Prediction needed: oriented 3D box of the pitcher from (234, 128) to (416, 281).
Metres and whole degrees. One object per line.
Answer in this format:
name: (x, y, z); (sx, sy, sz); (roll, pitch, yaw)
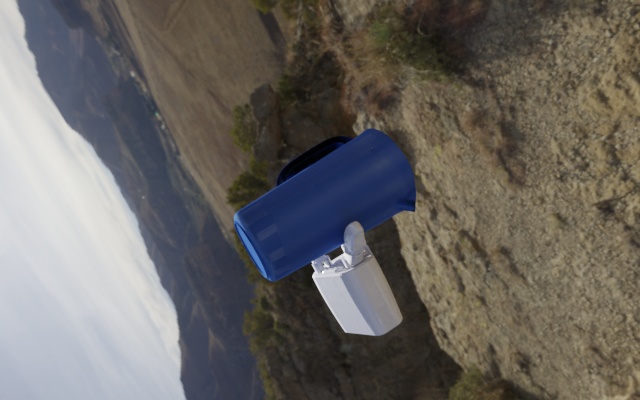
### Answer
pitcher: (0.000, 0.002, 0.682); (0.243, 0.145, 0.149); (-30, 8, -16)
